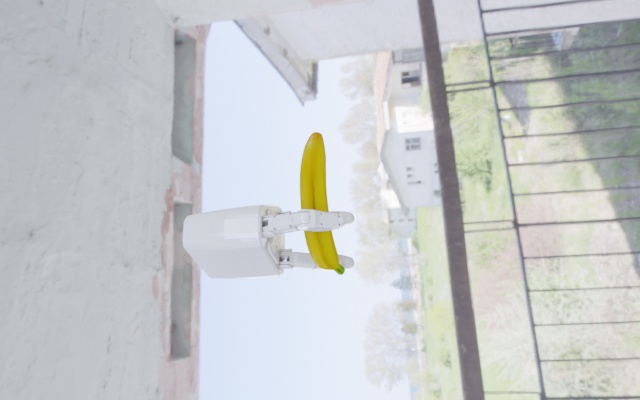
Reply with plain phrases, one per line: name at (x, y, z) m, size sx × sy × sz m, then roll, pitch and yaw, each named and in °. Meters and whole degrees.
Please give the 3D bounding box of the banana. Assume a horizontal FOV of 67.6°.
banana at (-0.004, 0.006, 0.626) m, size 0.037 × 0.198 × 0.069 m, roll -8°, pitch 1°, yaw 14°
